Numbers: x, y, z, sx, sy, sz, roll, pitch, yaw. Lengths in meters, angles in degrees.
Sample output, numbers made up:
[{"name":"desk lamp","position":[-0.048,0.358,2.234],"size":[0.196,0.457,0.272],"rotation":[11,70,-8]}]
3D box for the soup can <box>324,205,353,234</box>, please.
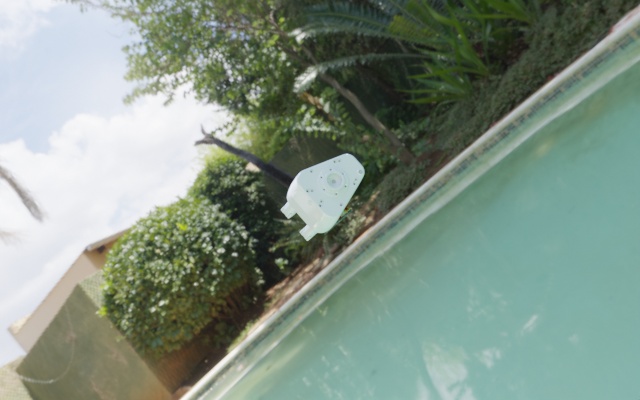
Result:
[{"name":"soup can","position":[0.000,0.003,0.882],"size":[0.068,0.102,0.068],"rotation":[-41,-4,-4]}]
